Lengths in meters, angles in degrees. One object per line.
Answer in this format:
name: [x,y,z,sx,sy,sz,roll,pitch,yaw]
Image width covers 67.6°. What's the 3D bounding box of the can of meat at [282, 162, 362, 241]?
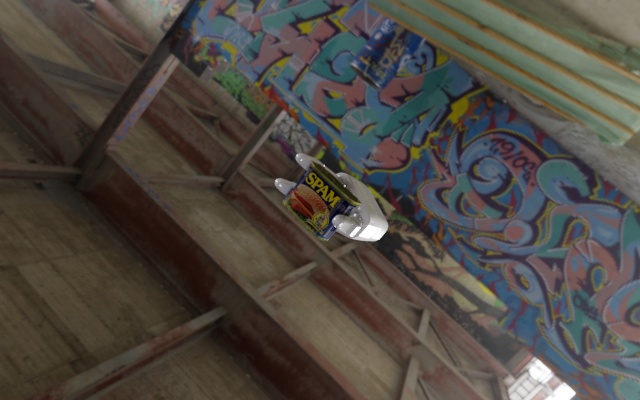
can of meat: [0.000,0.003,0.769,0.102,0.084,0.057,45,12,22]
